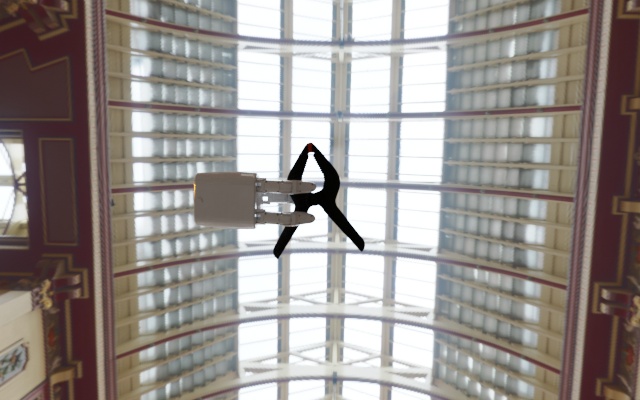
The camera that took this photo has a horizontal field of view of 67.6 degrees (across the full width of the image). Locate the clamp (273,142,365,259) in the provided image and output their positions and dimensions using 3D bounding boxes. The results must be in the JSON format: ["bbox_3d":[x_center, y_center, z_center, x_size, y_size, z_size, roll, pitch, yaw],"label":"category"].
[{"bbox_3d":[0.000,0.002,0.848,0.164,0.210,0.036,2,6,-2],"label":"clamp"}]
